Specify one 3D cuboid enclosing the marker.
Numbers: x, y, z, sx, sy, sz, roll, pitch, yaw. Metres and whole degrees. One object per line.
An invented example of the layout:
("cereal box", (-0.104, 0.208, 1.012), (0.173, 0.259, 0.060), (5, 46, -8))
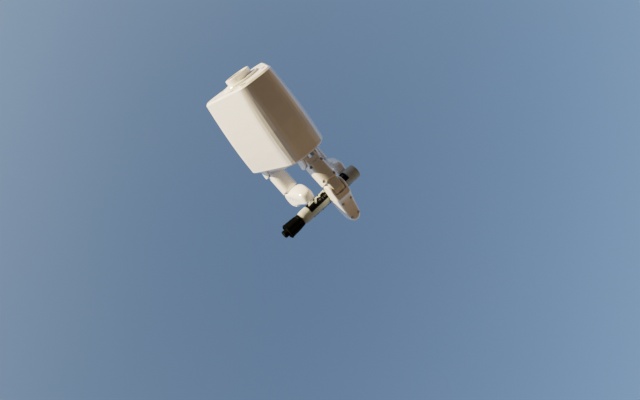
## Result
("marker", (0.000, 0.002, 0.577), (0.121, 0.020, 0.020), (-42, 14, -16))
